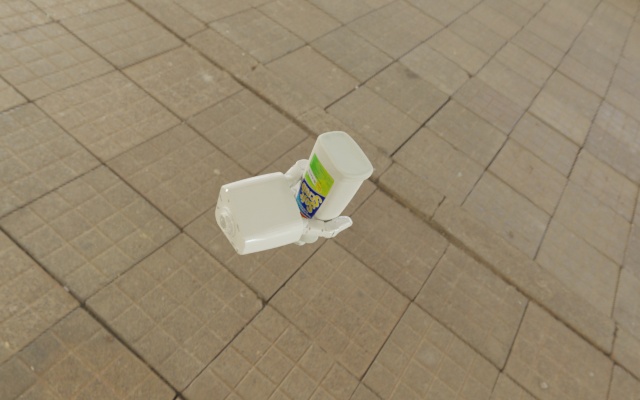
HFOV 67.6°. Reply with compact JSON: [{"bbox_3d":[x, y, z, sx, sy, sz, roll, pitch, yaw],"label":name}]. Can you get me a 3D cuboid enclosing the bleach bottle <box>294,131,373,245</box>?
[{"bbox_3d":[0.000,0.003,0.824,0.068,0.102,0.251,-14,-32,-32],"label":"bleach bottle"}]
